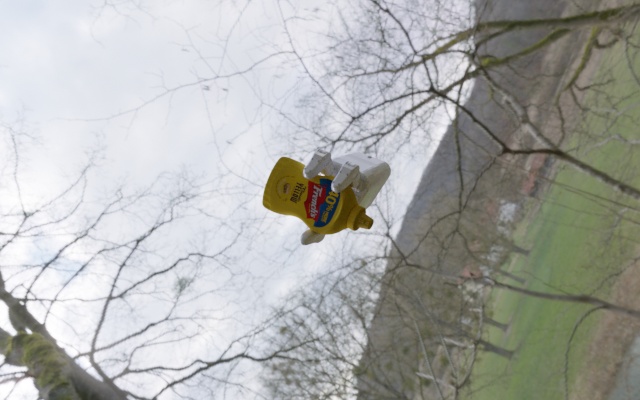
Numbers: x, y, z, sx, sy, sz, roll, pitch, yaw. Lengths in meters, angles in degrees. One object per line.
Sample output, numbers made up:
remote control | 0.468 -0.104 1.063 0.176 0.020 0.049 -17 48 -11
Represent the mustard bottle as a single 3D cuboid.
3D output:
mustard bottle | 0.000 0.002 0.783 0.191 0.096 0.058 24 3 24
